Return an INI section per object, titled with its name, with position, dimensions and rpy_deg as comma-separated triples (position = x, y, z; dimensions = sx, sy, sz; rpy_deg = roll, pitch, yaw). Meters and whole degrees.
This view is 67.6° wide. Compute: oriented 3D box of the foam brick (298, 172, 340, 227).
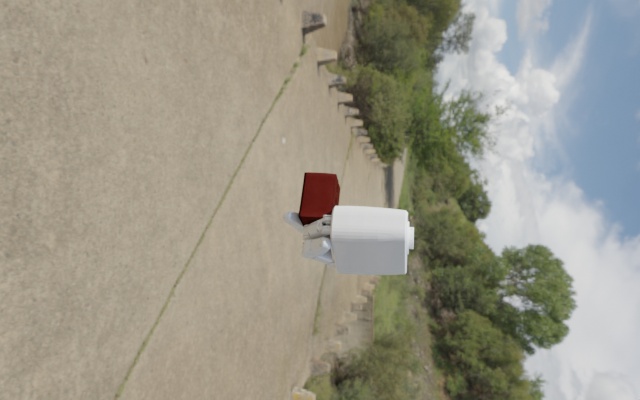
[foam brick]
position = 0.000, 0.002, 0.740
dimensions = 0.051, 0.078, 0.053
rpy_deg = 1, -26, 12
